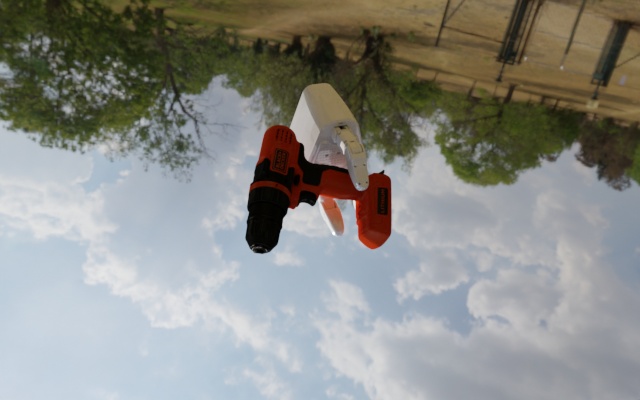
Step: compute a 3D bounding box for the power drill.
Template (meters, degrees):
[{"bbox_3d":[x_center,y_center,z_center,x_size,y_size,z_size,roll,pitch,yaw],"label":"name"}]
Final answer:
[{"bbox_3d":[0.001,0.002,0.616,0.188,0.184,0.057,19,-34,-19],"label":"power drill"}]
